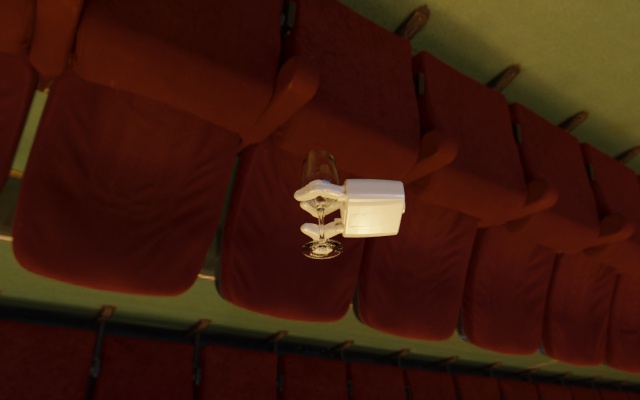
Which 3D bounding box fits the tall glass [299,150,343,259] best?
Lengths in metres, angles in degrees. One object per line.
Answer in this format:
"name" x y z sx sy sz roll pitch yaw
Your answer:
"tall glass" 0.000 0.003 0.897 0.079 0.201 0.079 -2 -32 -1
